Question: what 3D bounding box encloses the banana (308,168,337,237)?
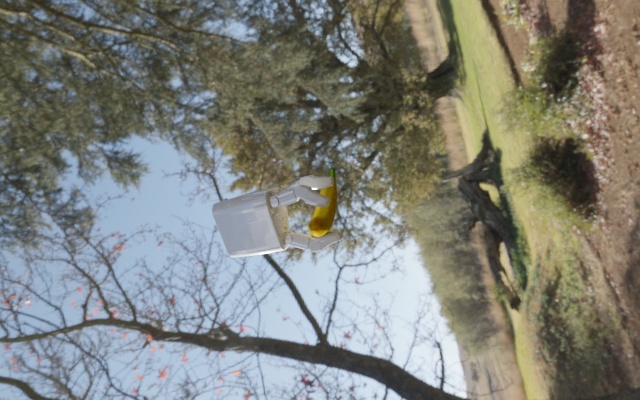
[{"bbox_3d":[0.004,0.017,0.852,0.037,0.070,0.197,-5,31,12],"label":"banana"}]
